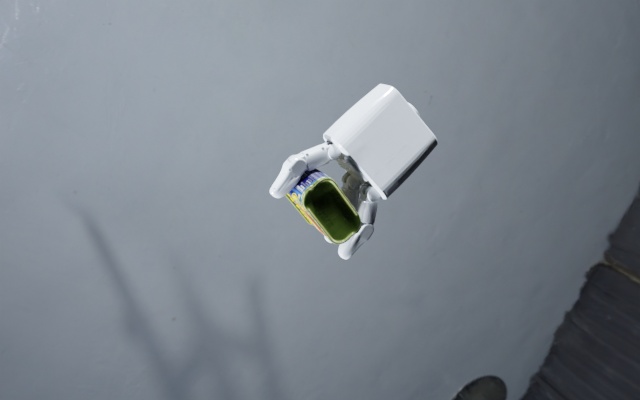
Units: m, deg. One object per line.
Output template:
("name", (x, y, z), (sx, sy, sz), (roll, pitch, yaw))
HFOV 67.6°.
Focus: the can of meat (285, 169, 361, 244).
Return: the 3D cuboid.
("can of meat", (0.000, 0.002, 0.638), (0.057, 0.102, 0.084), (-41, 30, -6))
